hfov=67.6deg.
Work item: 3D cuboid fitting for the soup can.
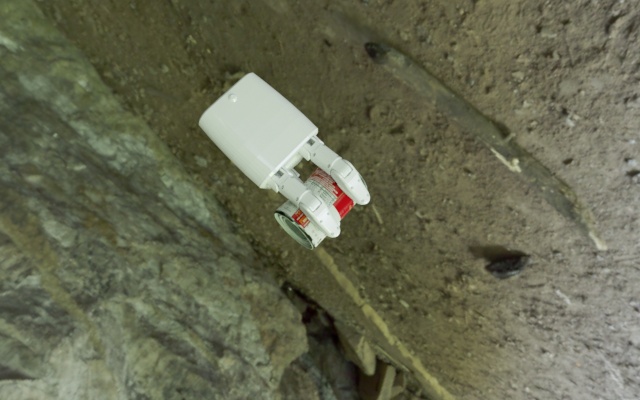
[{"bbox_3d":[0.000,0.003,0.595,0.102,0.068,0.068,-47,17,-16],"label":"soup can"}]
